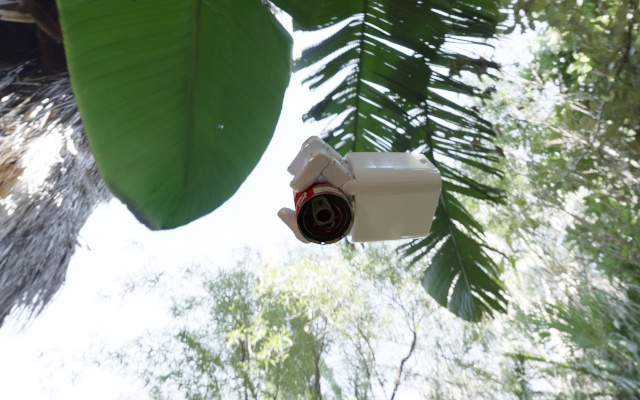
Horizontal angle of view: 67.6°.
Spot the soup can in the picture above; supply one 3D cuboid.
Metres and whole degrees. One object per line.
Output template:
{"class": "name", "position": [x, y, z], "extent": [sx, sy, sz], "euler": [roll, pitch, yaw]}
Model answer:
{"class": "soup can", "position": [0.000, 0.002, 0.601], "extent": [0.068, 0.068, 0.102], "euler": [0, 24, -7]}
